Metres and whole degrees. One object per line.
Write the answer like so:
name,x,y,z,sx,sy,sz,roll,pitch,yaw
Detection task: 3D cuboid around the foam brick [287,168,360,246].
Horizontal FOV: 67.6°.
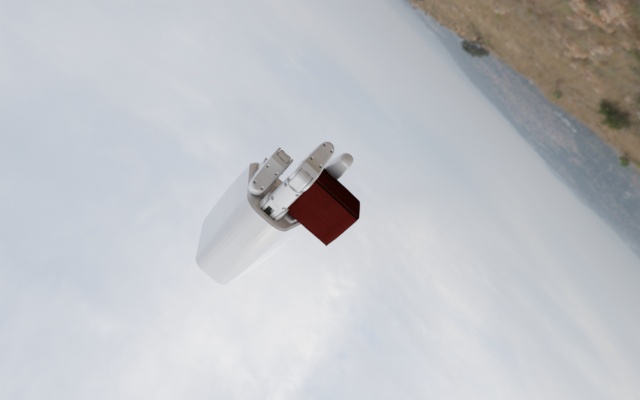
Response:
foam brick,0.000,0.002,0.539,0.078,0.051,0.053,42,20,-8
